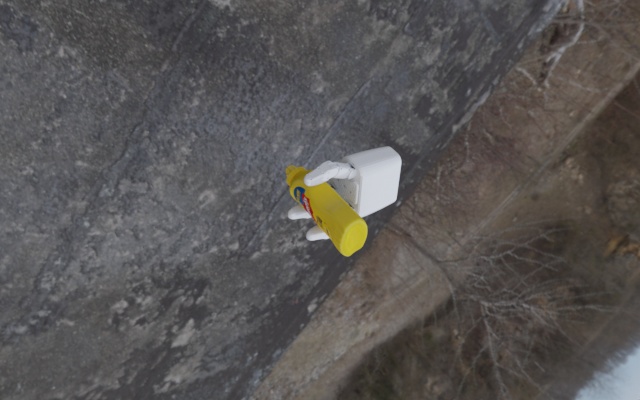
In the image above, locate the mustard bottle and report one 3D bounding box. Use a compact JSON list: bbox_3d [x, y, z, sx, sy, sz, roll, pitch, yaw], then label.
[{"bbox_3d":[0.000,0.003,0.816,0.058,0.191,0.096,-34,-31,-14],"label":"mustard bottle"}]
